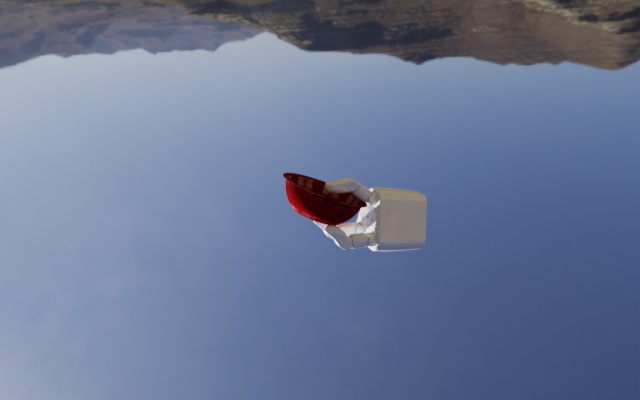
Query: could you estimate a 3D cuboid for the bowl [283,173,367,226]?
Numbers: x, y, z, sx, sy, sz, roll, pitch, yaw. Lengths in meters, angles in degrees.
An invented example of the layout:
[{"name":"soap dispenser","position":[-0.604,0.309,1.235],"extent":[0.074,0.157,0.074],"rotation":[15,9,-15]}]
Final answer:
[{"name":"bowl","position":[-0.001,0.003,0.867],"extent":[0.162,0.055,0.162],"rotation":[20,10,-4]}]
